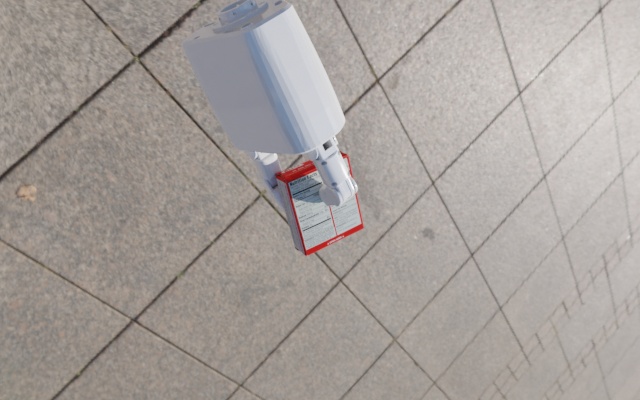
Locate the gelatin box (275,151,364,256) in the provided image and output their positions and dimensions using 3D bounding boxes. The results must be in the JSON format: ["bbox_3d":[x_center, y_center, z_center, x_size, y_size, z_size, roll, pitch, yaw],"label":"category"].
[{"bbox_3d":[0.000,0.002,0.489,0.073,0.089,0.030,-25,25,-22],"label":"gelatin box"}]
